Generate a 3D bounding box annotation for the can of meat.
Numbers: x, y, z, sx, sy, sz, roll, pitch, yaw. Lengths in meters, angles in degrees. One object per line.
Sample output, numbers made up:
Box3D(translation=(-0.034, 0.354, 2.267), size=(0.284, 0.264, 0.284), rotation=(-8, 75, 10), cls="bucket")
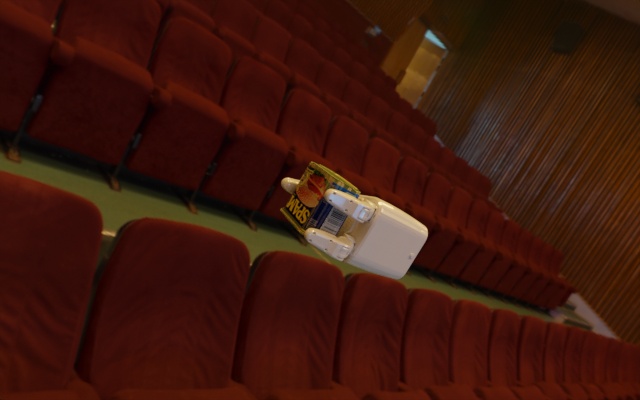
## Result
Box3D(translation=(0.000, 0.002, 0.644), size=(0.057, 0.084, 0.102), rotation=(26, 8, -30), cls="can of meat")
